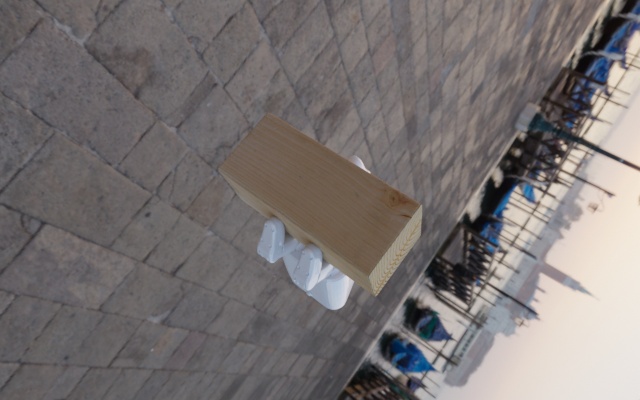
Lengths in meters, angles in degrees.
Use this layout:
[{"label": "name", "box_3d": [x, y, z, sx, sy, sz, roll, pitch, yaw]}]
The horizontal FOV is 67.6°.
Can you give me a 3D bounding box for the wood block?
[{"label": "wood block", "box_3d": [0.000, 0.002, 0.530, 0.206, 0.091, 0.090, 33, -14, 23]}]
